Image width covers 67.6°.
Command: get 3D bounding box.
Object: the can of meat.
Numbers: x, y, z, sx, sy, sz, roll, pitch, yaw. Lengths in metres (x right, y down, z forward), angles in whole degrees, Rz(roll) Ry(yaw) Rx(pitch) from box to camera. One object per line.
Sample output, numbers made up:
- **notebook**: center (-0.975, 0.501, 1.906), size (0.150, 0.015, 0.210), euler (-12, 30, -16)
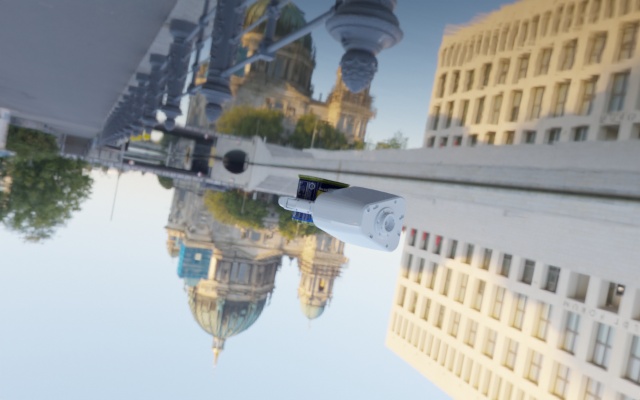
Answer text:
- **can of meat**: center (0.000, 0.003, 0.858), size (0.057, 0.084, 0.102), euler (11, 1, 43)
